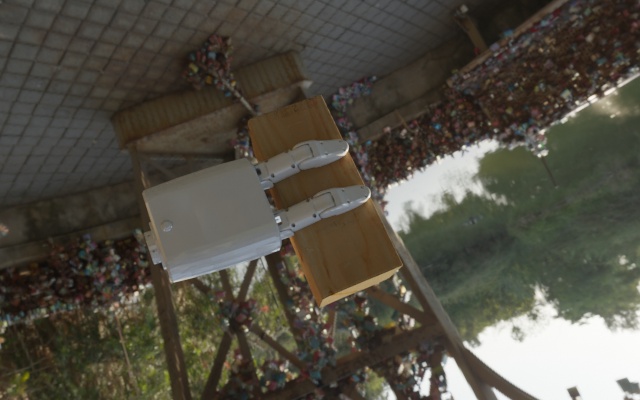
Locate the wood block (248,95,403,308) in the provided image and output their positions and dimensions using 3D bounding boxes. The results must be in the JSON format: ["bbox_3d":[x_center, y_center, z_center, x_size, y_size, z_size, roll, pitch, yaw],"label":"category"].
[{"bbox_3d":[0.000,0.002,0.531,0.090,0.206,0.091,-21,-16,-9],"label":"wood block"}]
